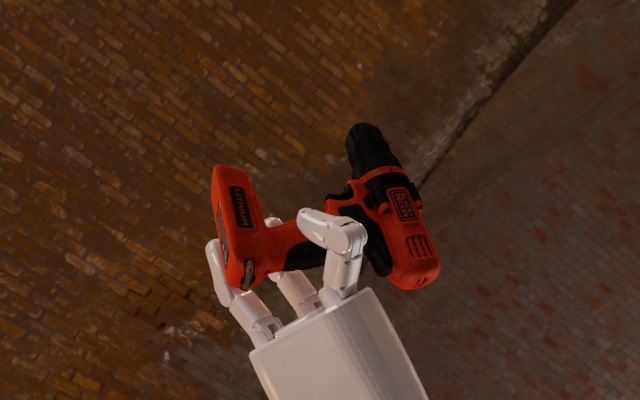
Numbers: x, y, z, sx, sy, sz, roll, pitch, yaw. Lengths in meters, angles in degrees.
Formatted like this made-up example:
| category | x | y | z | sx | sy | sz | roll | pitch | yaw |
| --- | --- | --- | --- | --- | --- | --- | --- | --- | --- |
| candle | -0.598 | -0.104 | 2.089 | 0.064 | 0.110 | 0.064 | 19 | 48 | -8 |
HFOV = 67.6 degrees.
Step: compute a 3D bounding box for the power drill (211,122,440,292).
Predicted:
| category | x | y | z | sx | sy | sz | roll | pitch | yaw |
| --- | --- | --- | --- | --- | --- | --- | --- | --- | --- |
| power drill | 0.000 | 0.002 | 0.435 | 0.187 | 0.184 | 0.057 | -5 | -36 | -18 |
